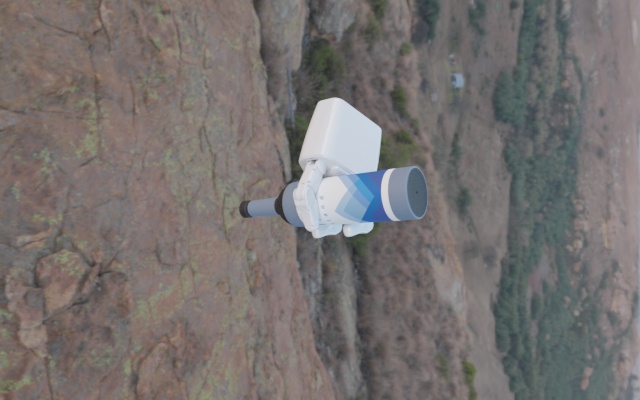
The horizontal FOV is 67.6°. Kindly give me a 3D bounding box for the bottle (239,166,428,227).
[{"bbox_3d":[0.000,0.002,0.675,0.296,0.069,0.069,-6,-3,35],"label":"bottle"}]
